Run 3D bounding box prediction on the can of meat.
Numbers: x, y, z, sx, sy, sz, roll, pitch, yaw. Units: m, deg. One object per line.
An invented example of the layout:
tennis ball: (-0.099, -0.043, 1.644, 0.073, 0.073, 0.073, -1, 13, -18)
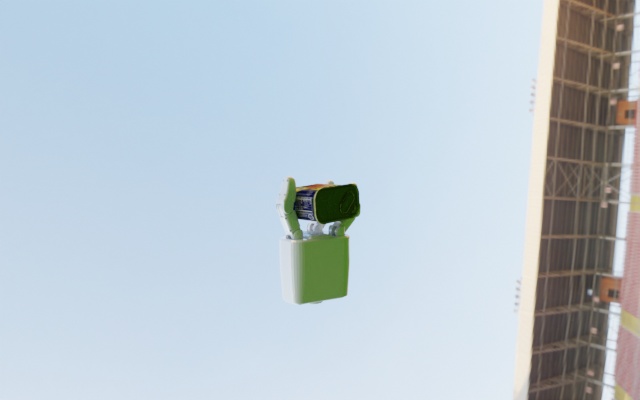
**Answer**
can of meat: (0.000, 0.003, 0.788, 0.102, 0.057, 0.084, -10, 10, -43)
